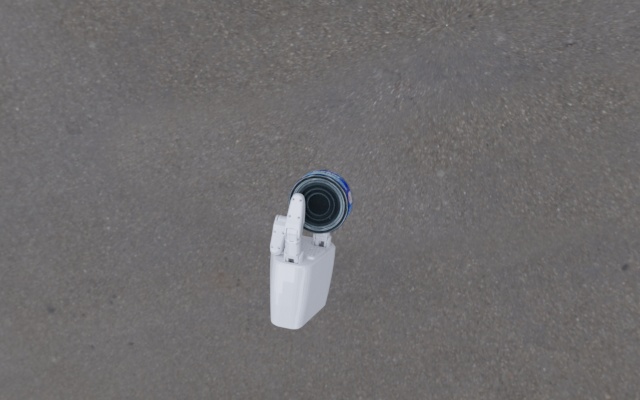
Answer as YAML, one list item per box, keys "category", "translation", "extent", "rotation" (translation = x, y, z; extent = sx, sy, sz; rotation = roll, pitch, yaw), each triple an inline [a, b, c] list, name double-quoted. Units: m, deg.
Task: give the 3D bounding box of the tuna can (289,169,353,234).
- category: "tuna can"
  translation: [0.000, 0.002, 0.656]
  extent: [0.086, 0.086, 0.033]
  rotation: [0, 14, 14]
